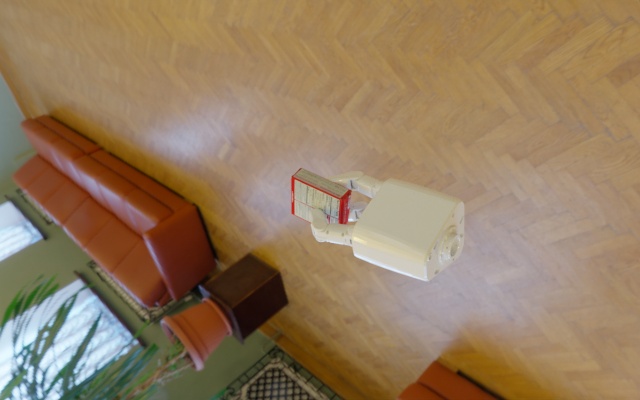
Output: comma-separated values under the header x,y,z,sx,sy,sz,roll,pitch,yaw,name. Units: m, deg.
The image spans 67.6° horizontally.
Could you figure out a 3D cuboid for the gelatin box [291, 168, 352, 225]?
x,y,z,sx,sy,sz,roll,pitch,yaw,name
0.000,0.002,0.693,0.089,0.073,0.030,24,46,23,gelatin box
